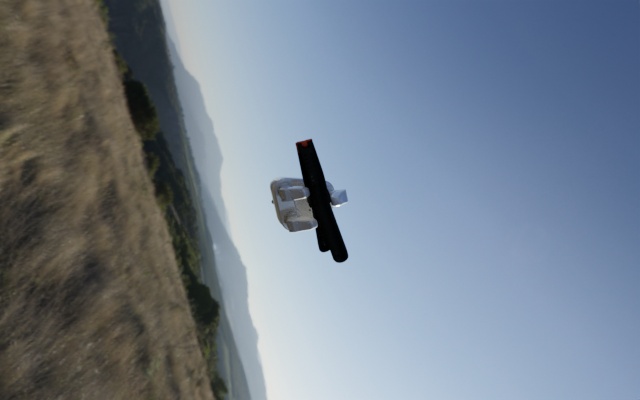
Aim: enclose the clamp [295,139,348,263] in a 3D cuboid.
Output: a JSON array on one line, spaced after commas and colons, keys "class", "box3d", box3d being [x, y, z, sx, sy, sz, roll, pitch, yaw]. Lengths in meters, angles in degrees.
[{"class": "clamp", "box3d": [0.001, 0.002, 0.793, 0.036, 0.210, 0.164, -15, 9, -10]}]
